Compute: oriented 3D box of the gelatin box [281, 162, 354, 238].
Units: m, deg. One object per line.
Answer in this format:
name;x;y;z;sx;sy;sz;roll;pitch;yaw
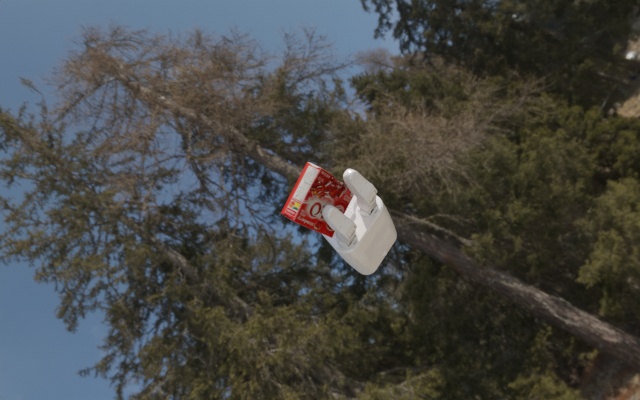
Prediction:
gelatin box;0.000;0.002;0.613;0.030;0.073;0.089;27;-1;39
